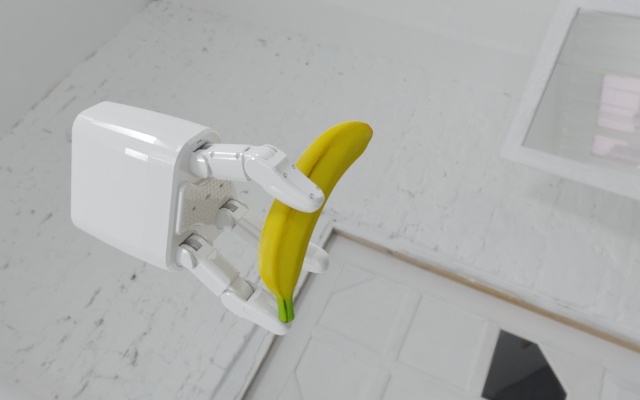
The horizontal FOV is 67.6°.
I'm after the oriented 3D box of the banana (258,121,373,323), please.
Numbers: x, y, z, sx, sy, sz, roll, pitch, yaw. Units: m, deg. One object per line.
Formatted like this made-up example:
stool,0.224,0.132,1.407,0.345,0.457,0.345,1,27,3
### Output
banana,-0.004,-0.006,0.386,0.037,0.197,0.070,16,-28,20
